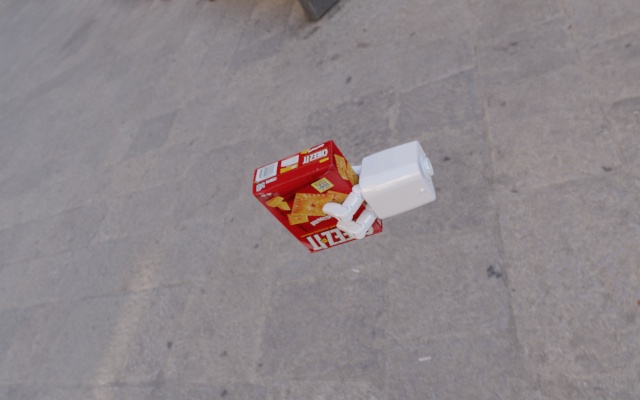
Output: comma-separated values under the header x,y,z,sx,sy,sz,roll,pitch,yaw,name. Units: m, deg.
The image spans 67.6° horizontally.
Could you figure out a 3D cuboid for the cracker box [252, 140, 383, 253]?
x,y,z,sx,sy,sz,roll,pitch,yaw,name
0.000,0.003,0.890,0.164,0.072,0.214,-19,-44,22,cracker box
